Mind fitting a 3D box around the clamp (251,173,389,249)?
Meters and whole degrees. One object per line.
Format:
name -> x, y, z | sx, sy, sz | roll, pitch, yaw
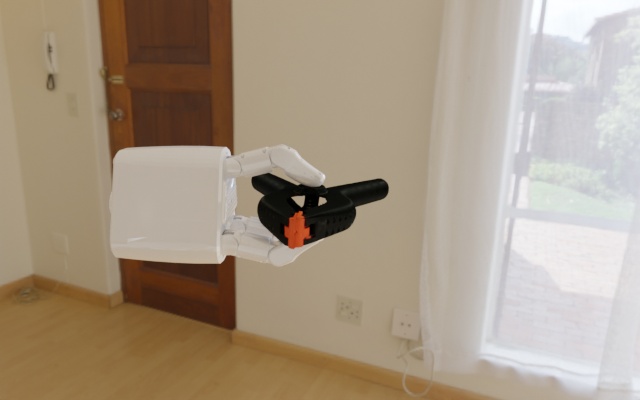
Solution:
clamp -> 0.000, 0.001, 0.491 | 0.164, 0.036, 0.210 | 2, 14, -1
